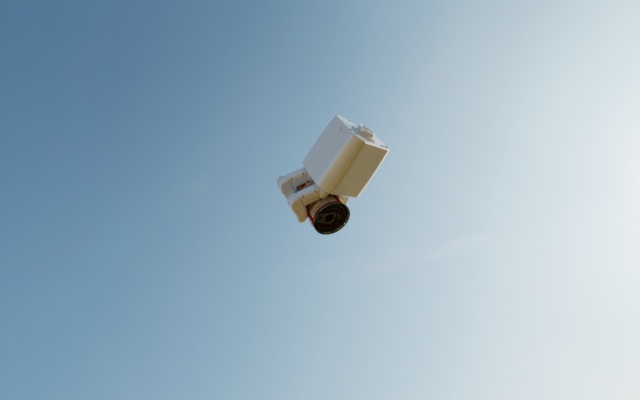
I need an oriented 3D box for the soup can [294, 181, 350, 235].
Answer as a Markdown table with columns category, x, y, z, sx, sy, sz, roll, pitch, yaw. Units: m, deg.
| category | x | y | z | sx | sy | sz | roll | pitch | yaw |
| --- | --- | --- | --- | --- | --- | --- | --- | --- | --- |
| soup can | 0.000 | 0.003 | 0.845 | 0.068 | 0.068 | 0.102 | 0 | 35 | -29 |
